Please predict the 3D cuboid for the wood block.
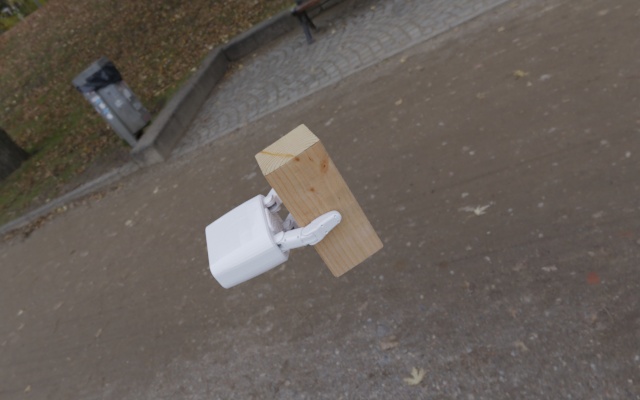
[{"bbox_3d":[0.000,0.003,0.719,0.090,0.206,0.090,-34,29,0],"label":"wood block"}]
